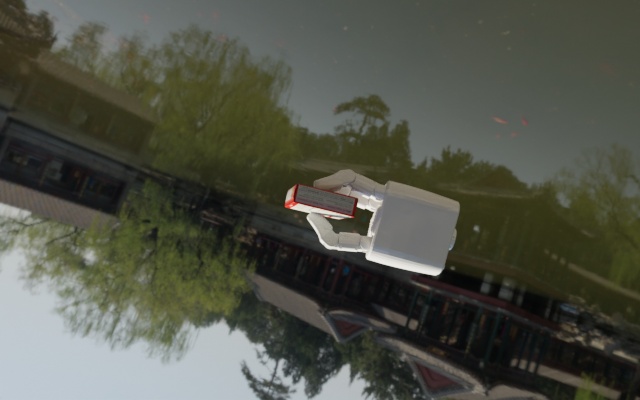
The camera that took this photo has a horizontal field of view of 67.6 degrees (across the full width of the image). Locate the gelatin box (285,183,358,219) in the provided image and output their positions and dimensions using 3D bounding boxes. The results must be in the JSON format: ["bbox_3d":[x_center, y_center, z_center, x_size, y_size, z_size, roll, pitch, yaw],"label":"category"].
[{"bbox_3d":[0.000,0.003,0.671,0.089,0.030,0.073,13,-8,-11],"label":"gelatin box"}]
